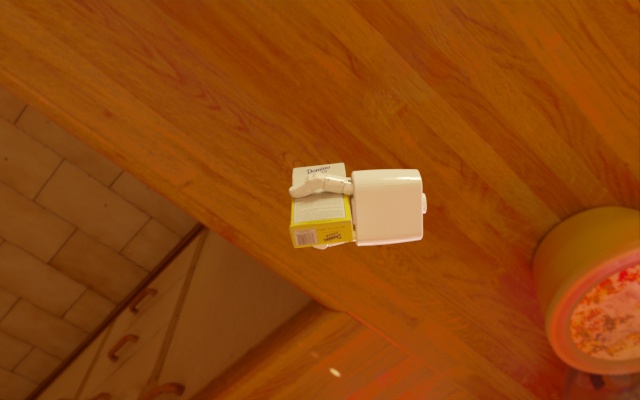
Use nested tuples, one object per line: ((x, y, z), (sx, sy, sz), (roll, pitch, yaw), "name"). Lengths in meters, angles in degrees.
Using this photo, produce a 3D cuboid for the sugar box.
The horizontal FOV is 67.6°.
((0.000, 0.003, 0.772), (0.093, 0.048, 0.176), (-6, 31, 3), "sugar box")
